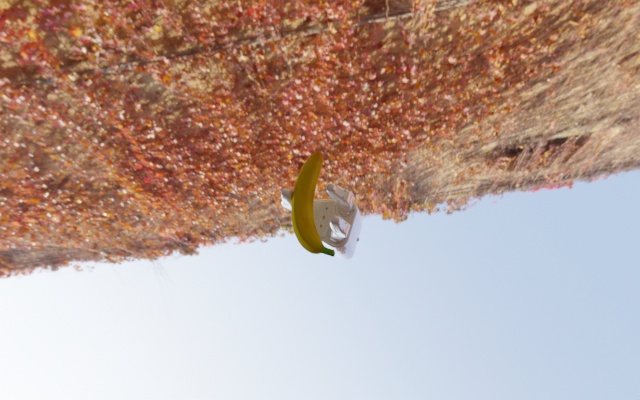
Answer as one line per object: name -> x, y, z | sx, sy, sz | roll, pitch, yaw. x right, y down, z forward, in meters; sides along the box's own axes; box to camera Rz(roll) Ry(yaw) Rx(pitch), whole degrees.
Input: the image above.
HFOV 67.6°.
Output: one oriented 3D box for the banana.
banana -> -0.017, 0.010, 0.808 | 0.069, 0.197, 0.037 | -13, -25, 11
